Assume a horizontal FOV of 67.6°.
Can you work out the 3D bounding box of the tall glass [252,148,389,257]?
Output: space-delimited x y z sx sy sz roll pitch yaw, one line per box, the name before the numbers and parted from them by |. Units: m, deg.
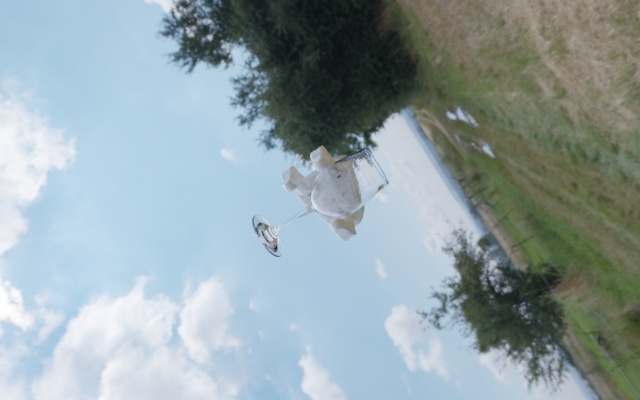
tall glass | 0.000 0.003 0.708 0.201 0.079 0.079 -33 -9 13
